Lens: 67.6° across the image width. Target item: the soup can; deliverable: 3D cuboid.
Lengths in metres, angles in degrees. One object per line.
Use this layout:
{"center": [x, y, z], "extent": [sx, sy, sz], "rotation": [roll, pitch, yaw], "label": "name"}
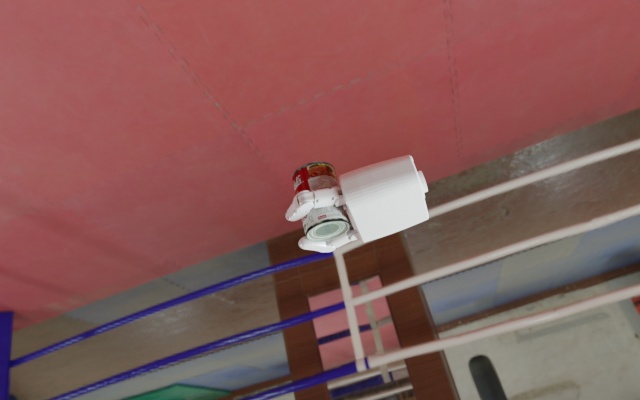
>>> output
{"center": [0.000, 0.003, 0.713], "extent": [0.068, 0.102, 0.068], "rotation": [-11, -28, -6], "label": "soup can"}
